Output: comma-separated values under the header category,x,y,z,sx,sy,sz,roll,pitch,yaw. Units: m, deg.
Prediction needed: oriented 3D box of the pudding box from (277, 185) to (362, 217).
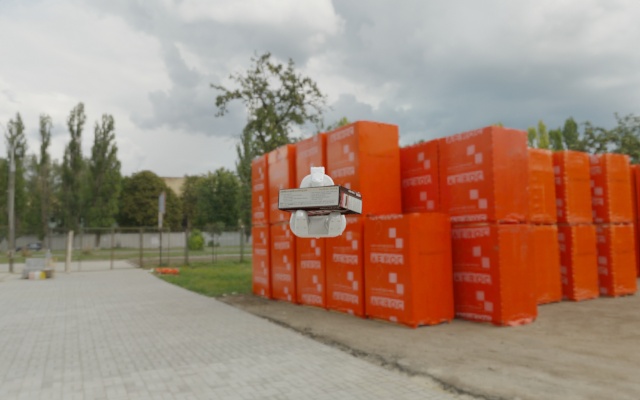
category,x,y,z,sx,sy,sz,roll,pitch,yaw
pudding box,0.000,0.002,0.775,0.113,0.039,0.090,-6,-10,27
